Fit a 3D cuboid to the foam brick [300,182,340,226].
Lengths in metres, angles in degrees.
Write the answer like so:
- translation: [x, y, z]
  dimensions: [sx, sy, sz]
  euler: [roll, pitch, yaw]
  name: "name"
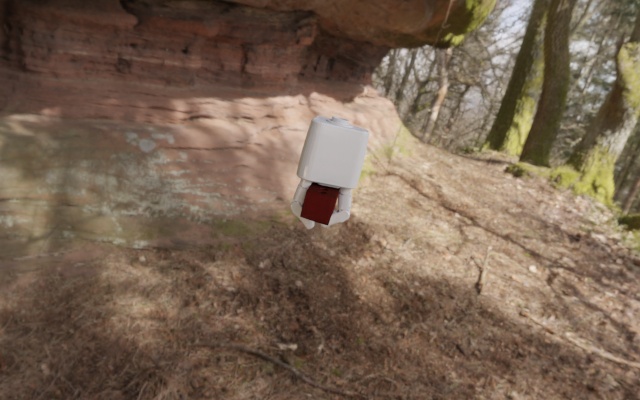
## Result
- translation: [0.000, 0.003, 0.845]
  dimensions: [0.053, 0.051, 0.078]
  euler: [16, 17, 3]
  name: "foam brick"
